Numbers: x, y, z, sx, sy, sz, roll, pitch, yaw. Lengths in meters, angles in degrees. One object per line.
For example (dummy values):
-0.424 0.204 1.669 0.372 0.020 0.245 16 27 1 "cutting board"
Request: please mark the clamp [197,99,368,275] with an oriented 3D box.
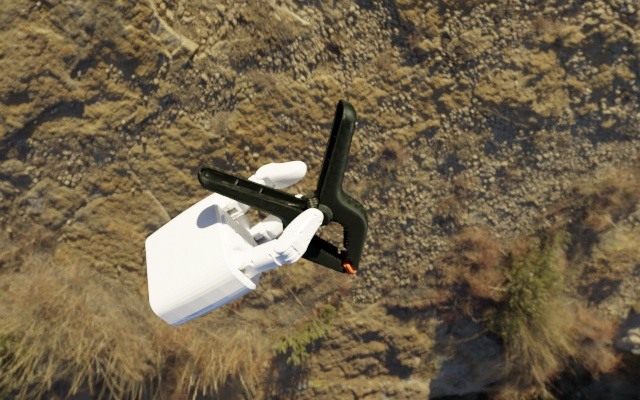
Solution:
0.000 0.003 0.501 0.164 0.210 0.036 -29 36 15 "clamp"
